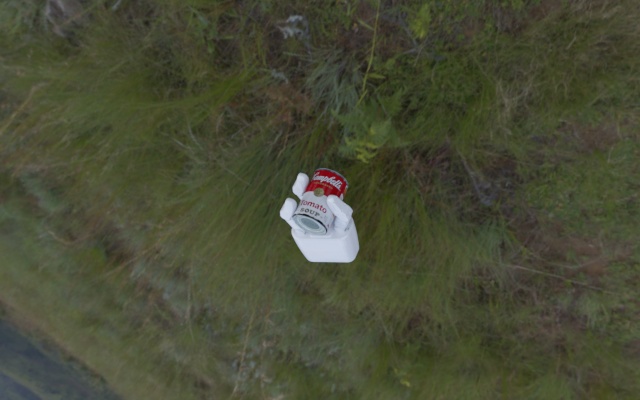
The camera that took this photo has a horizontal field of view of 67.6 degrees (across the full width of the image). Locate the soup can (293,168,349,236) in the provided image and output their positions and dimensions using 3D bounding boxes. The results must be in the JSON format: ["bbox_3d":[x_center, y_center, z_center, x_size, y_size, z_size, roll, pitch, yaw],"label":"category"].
[{"bbox_3d":[0.000,0.003,0.854,0.068,0.102,0.068,21,-26,11],"label":"soup can"}]
